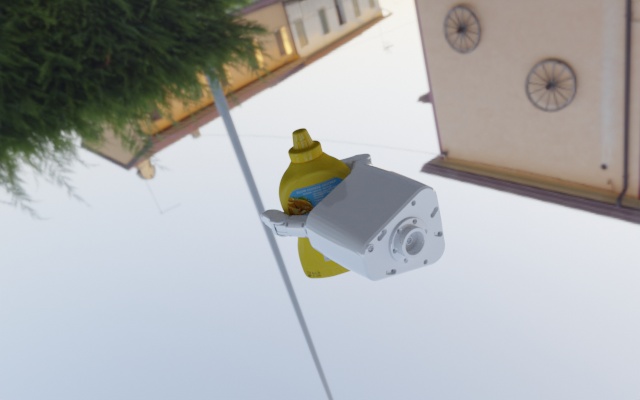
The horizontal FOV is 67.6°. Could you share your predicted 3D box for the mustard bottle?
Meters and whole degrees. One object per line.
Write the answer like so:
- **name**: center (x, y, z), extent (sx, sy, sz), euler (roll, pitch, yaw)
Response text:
- **mustard bottle**: center (0.000, 0.002, 0.597), extent (0.096, 0.192, 0.058), euler (-17, 25, 0)
